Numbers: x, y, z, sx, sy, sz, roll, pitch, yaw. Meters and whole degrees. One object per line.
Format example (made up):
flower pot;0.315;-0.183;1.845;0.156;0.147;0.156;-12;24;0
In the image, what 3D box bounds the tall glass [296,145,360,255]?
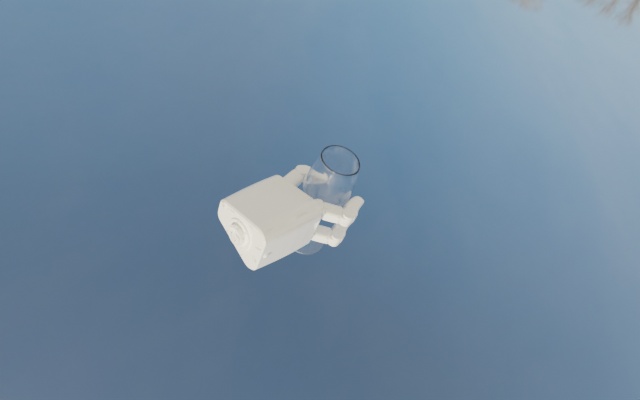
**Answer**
tall glass;0.000;0.003;0.773;0.079;0.079;0.201;0;-39;-23
